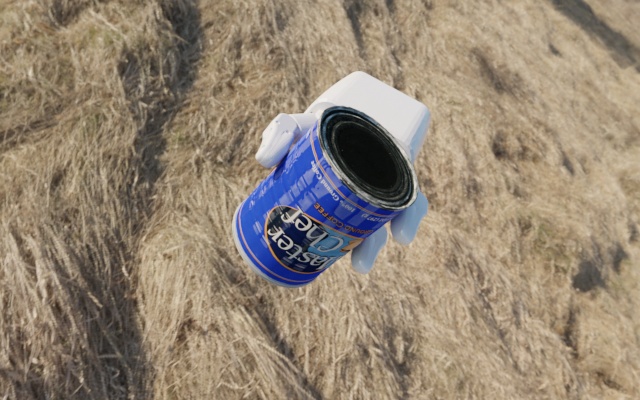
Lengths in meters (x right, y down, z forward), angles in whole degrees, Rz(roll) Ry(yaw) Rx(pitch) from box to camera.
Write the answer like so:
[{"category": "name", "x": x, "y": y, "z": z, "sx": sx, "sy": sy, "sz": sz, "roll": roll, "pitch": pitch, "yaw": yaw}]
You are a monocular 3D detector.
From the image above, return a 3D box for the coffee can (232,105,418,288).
[{"category": "coffee can", "x": 0.000, "y": 0.002, "z": 0.421, "sx": 0.103, "sy": 0.102, "sz": 0.140, "roll": 0, "pitch": -32, "yaw": -43}]
